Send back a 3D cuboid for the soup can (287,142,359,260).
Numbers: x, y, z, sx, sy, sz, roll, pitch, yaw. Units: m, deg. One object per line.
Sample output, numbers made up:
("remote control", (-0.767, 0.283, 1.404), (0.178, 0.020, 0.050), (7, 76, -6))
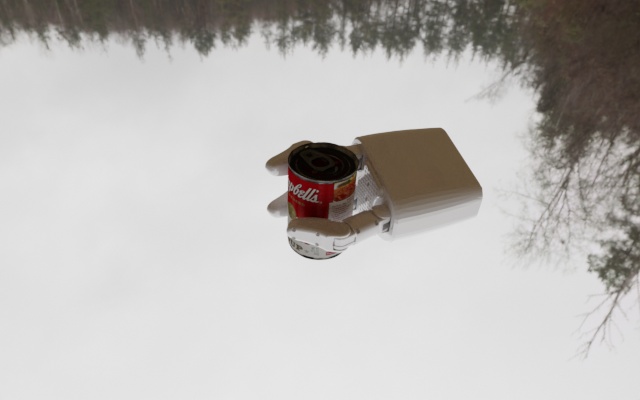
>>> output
("soup can", (0.000, 0.002, 0.483), (0.068, 0.102, 0.068), (2, 38, -2))
